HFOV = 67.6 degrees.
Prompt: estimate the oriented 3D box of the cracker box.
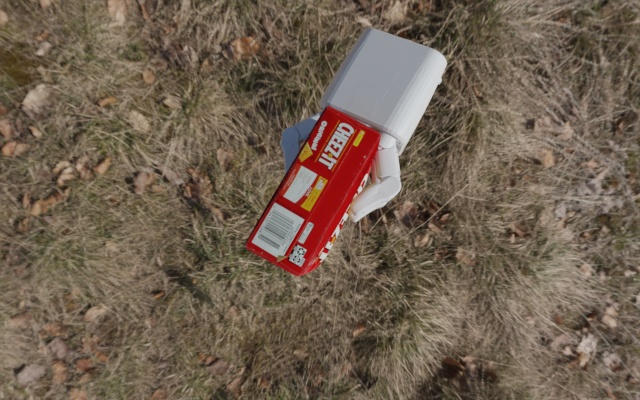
[{"bbox_3d":[0.000,0.002,0.563,0.072,0.164,0.214,29,-4,6],"label":"cracker box"}]
